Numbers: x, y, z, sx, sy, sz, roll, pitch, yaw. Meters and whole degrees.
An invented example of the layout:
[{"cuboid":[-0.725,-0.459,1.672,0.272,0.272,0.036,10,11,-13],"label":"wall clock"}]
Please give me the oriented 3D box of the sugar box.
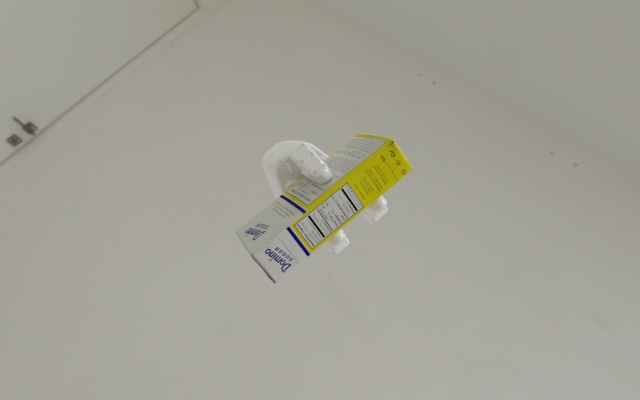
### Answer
[{"cuboid":[0.000,0.002,0.490,0.176,0.048,0.093,-41,20,-7],"label":"sugar box"}]
